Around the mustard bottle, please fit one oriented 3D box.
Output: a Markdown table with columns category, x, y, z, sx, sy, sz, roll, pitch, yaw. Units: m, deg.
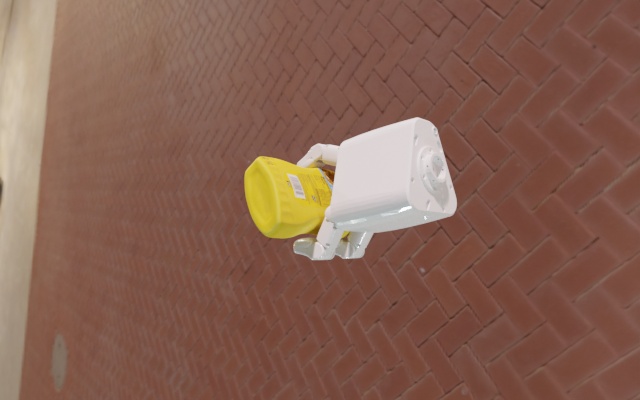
| category | x | y | z | sx | sy | sz | roll | pitch | yaw |
| --- | --- | --- | --- | --- | --- | --- | --- | --- | --- |
| mustard bottle | 0.000 | 0.002 | 0.605 | 0.191 | 0.096 | 0.058 | 6 | -39 | -44 |
